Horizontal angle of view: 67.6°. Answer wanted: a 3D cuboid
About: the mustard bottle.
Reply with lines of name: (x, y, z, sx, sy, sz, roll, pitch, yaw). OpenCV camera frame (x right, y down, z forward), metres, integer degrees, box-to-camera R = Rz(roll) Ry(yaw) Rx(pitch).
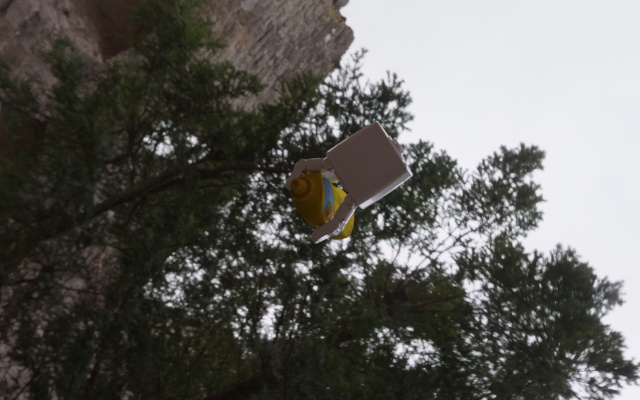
mustard bottle: (0.000, 0.003, 0.855, 0.058, 0.096, 0.192, -10, -23, 23)
